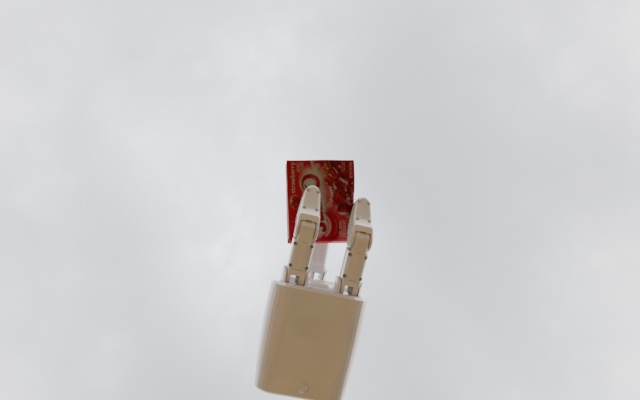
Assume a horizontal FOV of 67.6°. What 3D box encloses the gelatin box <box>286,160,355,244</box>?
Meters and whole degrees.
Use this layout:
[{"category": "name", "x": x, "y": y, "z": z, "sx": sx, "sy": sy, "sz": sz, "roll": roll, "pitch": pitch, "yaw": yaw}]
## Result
[{"category": "gelatin box", "x": 0.000, "y": 0.001, "z": 0.513, "sx": 0.073, "sy": 0.089, "sz": 0.030, "roll": -1, "pitch": -7, "yaw": -7}]
